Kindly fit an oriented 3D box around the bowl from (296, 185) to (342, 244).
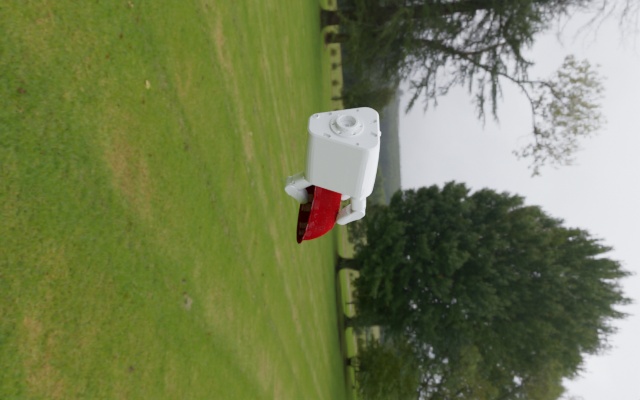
[{"bbox_3d":[0.000,0.003,0.855,0.055,0.162,0.162,11,-2,-10],"label":"bowl"}]
